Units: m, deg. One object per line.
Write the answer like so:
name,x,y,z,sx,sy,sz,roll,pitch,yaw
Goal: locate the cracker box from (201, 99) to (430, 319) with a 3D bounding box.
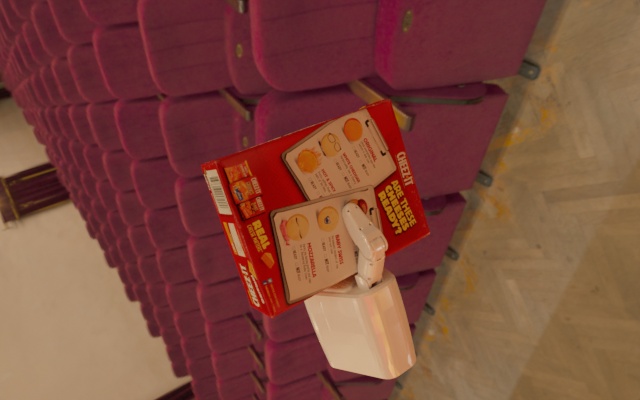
cracker box,0.000,0.002,0.519,0.213,0.164,0.072,-24,12,-27
